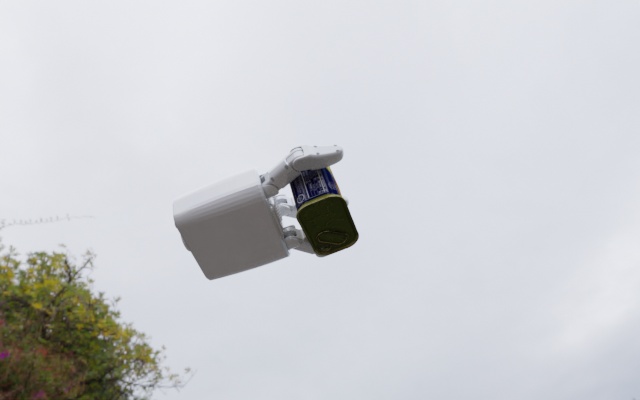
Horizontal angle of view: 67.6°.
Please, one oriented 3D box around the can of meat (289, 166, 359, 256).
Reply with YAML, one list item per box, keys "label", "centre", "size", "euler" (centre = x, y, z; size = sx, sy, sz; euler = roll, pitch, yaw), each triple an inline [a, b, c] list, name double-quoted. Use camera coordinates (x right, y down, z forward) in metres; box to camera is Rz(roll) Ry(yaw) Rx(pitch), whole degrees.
- label: "can of meat"
  centre: [0.000, 0.002, 0.569]
  size: [0.057, 0.084, 0.102]
  euler: [-22, -41, 3]
